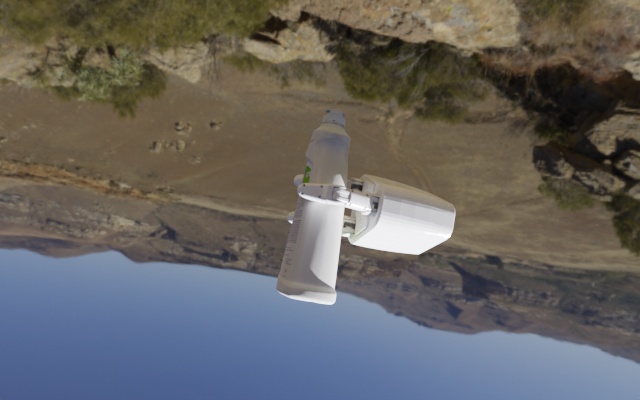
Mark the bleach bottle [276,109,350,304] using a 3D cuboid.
[{"bbox_3d":[0.000,0.002,0.628,0.068,0.251,0.102,13,-7,-16],"label":"bleach bottle"}]
